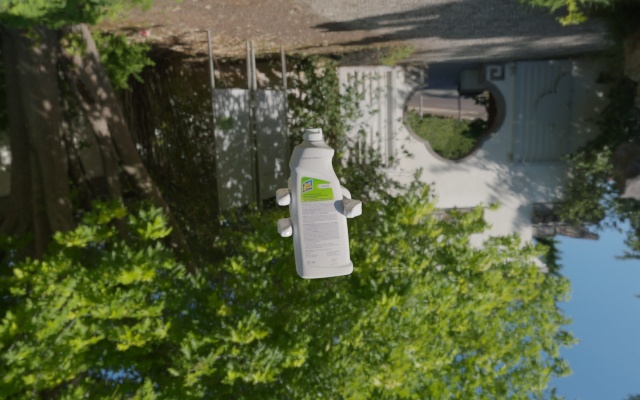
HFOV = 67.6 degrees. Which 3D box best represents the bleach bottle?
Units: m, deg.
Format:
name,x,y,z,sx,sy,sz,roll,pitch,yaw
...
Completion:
name,x,y,z,sx,sy,sz,roll,pitch,yaw
bleach bottle,0.000,0.003,0.819,0.102,0.251,0.068,-5,11,-11
